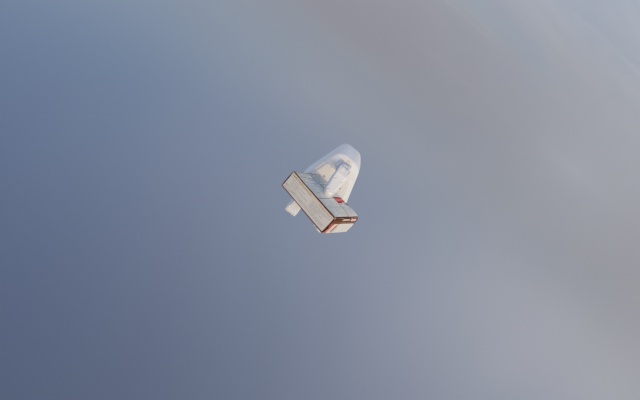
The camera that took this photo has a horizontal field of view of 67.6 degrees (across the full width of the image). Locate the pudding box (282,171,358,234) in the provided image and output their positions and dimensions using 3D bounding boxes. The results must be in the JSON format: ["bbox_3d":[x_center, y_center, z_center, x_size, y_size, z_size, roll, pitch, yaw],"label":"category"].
[{"bbox_3d":[0.000,0.002,0.796,0.113,0.039,0.090,47,21,22],"label":"pudding box"}]
